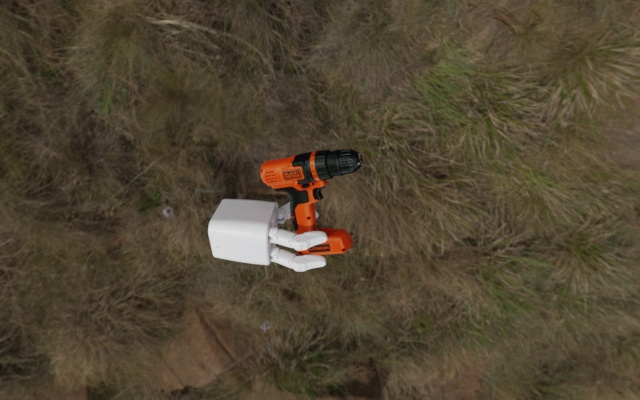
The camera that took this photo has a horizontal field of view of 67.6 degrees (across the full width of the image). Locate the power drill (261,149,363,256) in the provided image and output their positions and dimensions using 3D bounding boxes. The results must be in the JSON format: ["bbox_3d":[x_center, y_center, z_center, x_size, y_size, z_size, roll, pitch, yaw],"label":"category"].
[{"bbox_3d":[0.000,0.003,0.845,0.184,0.188,0.057,-6,22,23],"label":"power drill"}]
